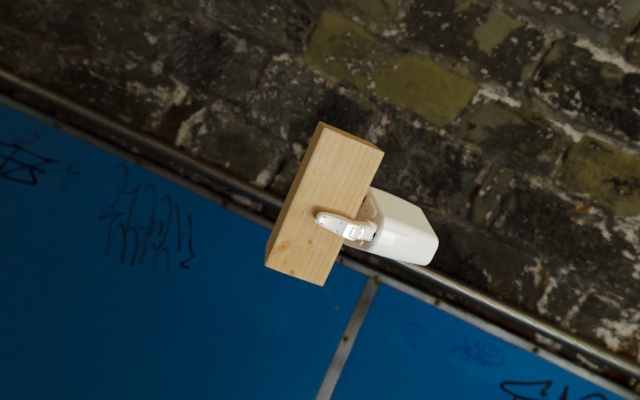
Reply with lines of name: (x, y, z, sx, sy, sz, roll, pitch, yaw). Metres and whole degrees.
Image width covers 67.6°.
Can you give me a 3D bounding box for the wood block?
wood block: (0.000, 0.003, 0.681, 0.090, 0.206, 0.090, 22, 12, -11)
